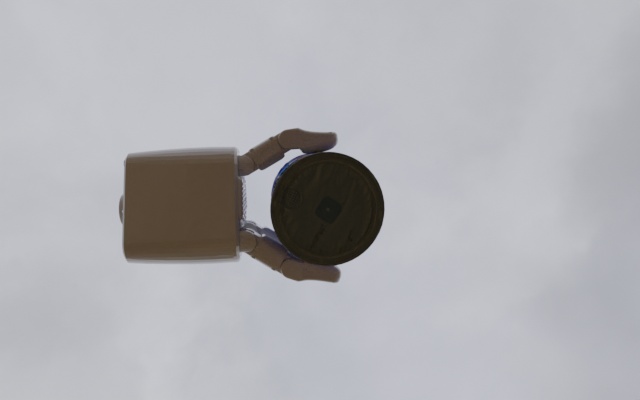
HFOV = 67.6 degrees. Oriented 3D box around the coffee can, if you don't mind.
[{"bbox_3d":[0.000,0.002,0.491,0.103,0.103,0.140,0,6,-6],"label":"coffee can"}]
